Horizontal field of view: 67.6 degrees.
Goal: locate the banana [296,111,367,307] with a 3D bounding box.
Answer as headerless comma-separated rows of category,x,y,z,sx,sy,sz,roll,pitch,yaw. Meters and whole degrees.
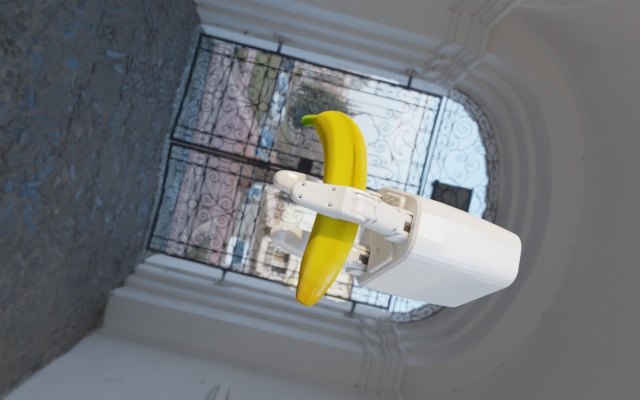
banana,0.011,-0.010,0.409,0.037,0.197,0.070,23,-38,-28
